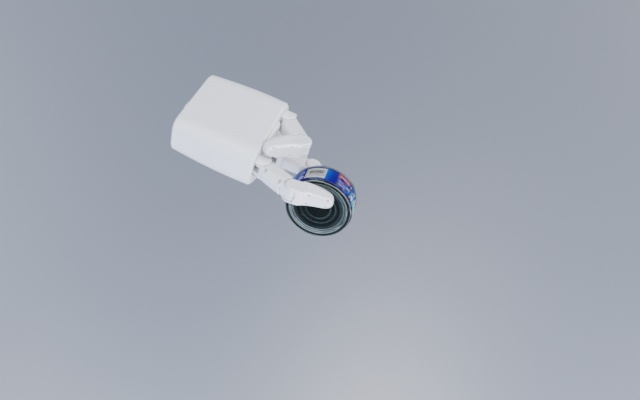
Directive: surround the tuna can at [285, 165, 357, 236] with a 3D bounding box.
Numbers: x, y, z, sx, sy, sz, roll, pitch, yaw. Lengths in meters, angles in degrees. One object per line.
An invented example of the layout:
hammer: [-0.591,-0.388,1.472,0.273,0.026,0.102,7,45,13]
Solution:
tuna can: [0.000,0.002,0.590,0.086,0.086,0.033,0,33,15]
